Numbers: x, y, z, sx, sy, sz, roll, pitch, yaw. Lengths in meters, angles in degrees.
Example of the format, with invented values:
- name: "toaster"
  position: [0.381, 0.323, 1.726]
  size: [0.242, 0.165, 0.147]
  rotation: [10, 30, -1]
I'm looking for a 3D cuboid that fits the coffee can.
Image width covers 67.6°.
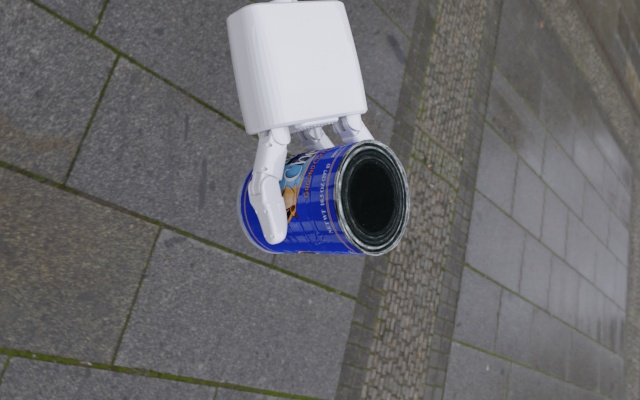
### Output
- name: "coffee can"
  position: [0.000, 0.002, 0.467]
  size: [0.103, 0.103, 0.140]
  rotation: [0, -4, -45]
